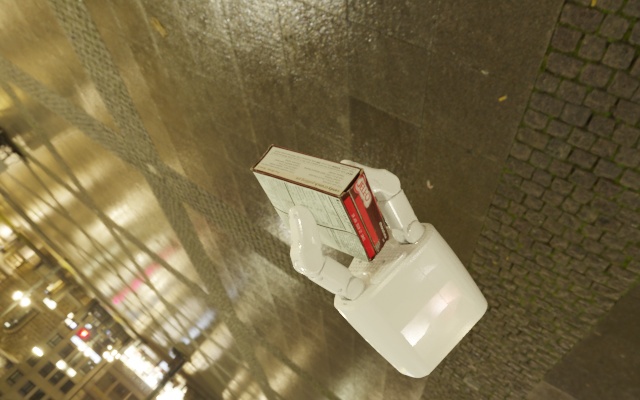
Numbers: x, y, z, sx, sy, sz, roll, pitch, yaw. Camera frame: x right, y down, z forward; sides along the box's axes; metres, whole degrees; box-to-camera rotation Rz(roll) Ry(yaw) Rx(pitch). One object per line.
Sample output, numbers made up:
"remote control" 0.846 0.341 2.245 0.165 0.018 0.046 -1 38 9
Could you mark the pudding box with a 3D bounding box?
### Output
"pudding box" 0.000 0.002 0.436 0.113 0.039 0.090 17 -34 38
